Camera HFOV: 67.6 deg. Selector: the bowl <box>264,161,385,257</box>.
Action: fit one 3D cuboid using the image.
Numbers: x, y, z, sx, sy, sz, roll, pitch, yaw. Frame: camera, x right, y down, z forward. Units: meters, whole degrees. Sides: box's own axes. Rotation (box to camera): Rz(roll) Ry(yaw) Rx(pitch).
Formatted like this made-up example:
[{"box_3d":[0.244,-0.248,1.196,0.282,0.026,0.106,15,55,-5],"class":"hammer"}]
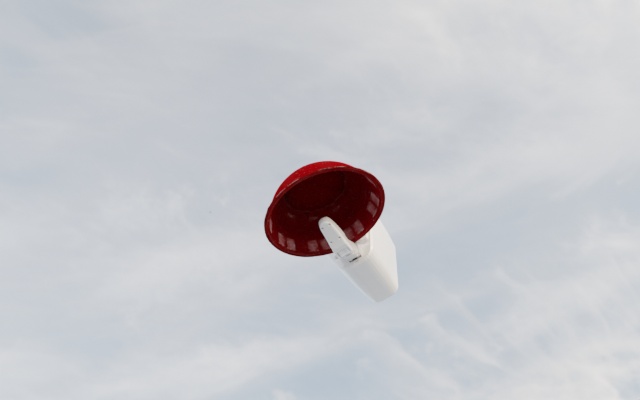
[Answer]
[{"box_3d":[0.000,0.001,0.625,0.162,0.162,0.055,0,44,-23],"class":"bowl"}]
